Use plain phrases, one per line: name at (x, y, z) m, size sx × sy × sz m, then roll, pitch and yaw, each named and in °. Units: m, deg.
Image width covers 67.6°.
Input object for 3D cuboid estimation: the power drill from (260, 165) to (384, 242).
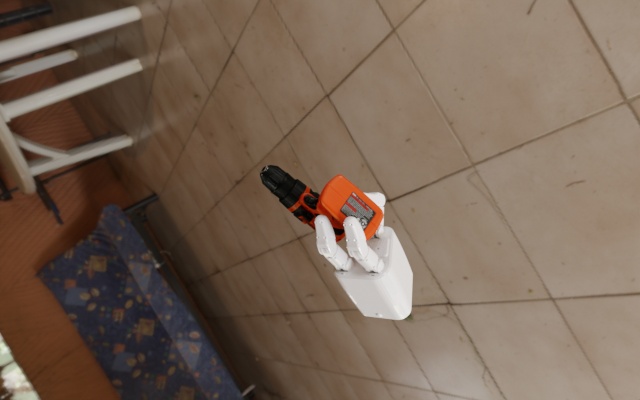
power drill at (0.000, 0.003, 0.752) m, size 0.184 × 0.057 × 0.187 m, roll 39°, pitch -14°, yaw -18°
